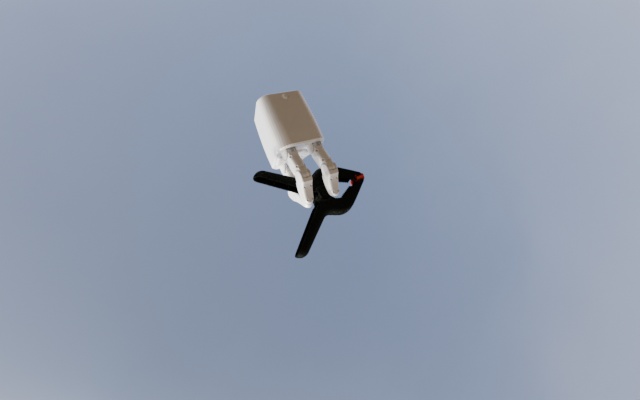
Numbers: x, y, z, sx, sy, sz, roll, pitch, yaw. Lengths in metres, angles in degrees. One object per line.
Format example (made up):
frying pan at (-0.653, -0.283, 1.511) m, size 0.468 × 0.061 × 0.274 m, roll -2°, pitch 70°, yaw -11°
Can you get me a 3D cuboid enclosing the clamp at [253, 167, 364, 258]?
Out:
clamp at (0.000, 0.003, 0.853) m, size 0.210 × 0.164 × 0.036 m, roll -17°, pitch -11°, yaw -32°
